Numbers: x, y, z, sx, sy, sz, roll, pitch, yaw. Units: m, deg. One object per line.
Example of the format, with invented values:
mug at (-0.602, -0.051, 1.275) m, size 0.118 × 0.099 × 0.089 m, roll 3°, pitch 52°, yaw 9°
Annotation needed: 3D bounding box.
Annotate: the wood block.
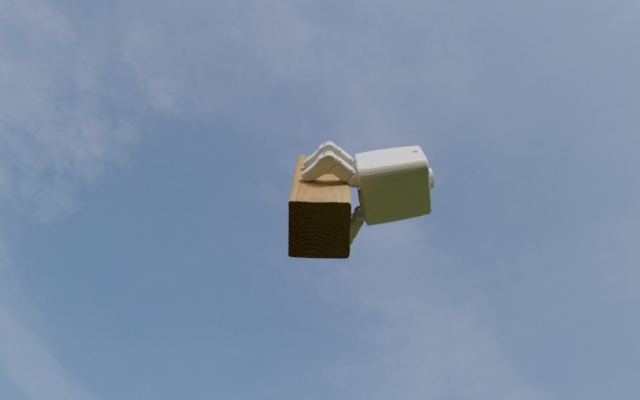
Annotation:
wood block at (0.001, 0.003, 0.762) m, size 0.090 × 0.091 × 0.206 m, roll 1°, pitch 23°, yaw 1°
